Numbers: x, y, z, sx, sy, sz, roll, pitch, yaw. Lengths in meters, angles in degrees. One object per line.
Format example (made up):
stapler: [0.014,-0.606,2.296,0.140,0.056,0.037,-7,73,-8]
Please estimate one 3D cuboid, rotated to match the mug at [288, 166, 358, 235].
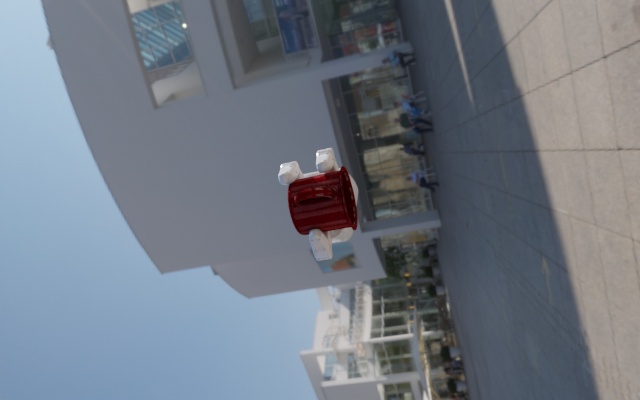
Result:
mug: [0.000,0.002,0.673,0.081,0.093,0.117,-11,-11,13]
